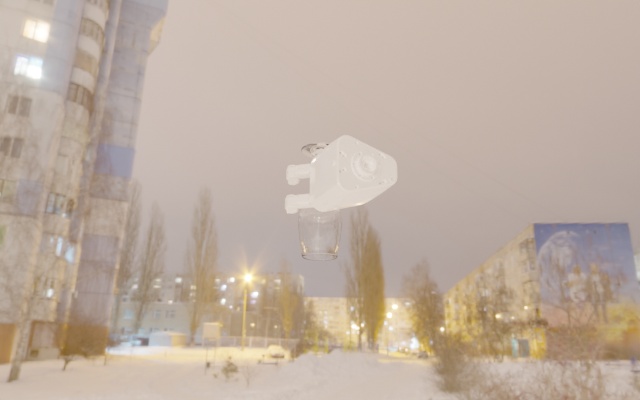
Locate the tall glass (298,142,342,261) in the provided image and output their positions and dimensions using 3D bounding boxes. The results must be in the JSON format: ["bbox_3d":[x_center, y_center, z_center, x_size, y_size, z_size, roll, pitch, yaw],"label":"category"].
[{"bbox_3d":[0.000,0.002,0.850,0.079,0.201,0.079,1,-17,0],"label":"tall glass"}]
